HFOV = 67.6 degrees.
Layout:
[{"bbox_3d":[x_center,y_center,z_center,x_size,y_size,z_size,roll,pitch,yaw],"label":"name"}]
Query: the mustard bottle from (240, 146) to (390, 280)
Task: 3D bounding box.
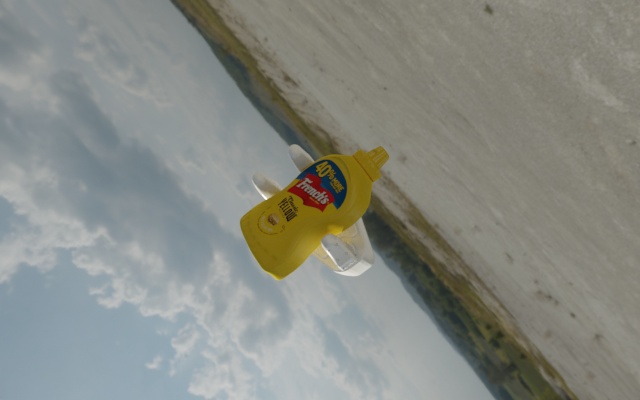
[{"bbox_3d":[0.000,0.002,0.561,0.191,0.096,0.058,-37,-43,4],"label":"mustard bottle"}]
